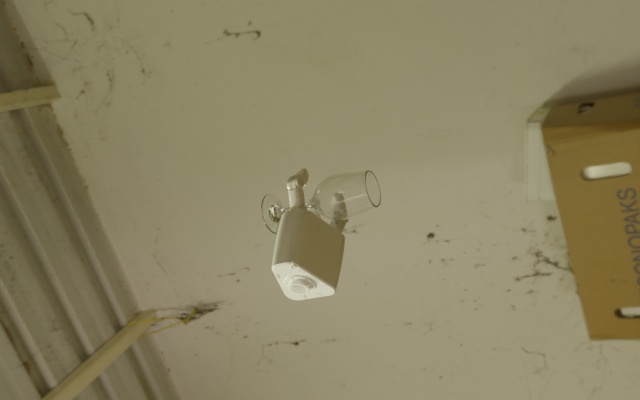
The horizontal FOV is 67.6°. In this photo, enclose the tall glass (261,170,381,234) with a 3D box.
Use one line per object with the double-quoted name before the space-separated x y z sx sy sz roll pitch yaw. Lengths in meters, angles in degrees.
"tall glass" 0.000 0.003 0.822 0.201 0.079 0.079 -15 -7 27
